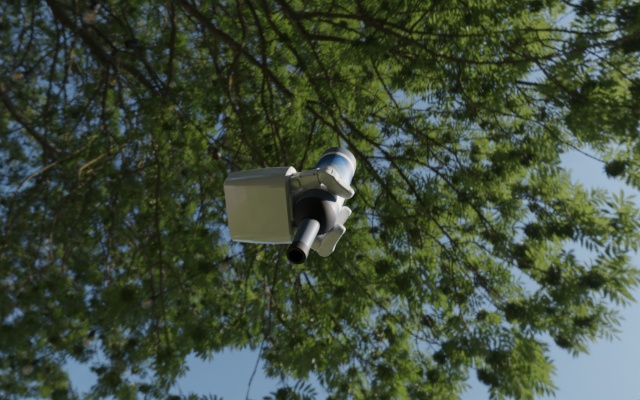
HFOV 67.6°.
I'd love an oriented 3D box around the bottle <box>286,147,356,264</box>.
[{"bbox_3d":[0.000,0.002,0.744,0.069,0.069,0.295,0,28,14],"label":"bottle"}]
